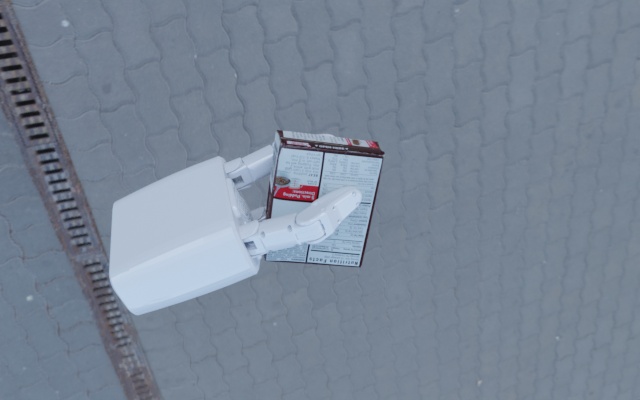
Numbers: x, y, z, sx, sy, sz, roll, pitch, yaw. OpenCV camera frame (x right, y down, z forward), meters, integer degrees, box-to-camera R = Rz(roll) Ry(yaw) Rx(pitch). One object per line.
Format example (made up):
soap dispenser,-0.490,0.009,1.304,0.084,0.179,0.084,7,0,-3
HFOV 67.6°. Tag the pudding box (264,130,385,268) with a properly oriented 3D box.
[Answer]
pudding box,0.000,0.001,0.414,0.090,0.113,0.039,5,26,-10
